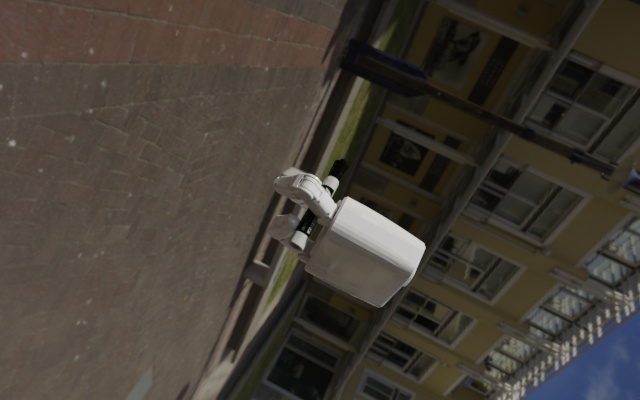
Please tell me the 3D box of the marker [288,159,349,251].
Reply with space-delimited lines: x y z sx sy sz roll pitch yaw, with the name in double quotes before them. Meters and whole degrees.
"marker" 0.000 0.002 0.542 0.020 0.121 0.020 25 -23 11
